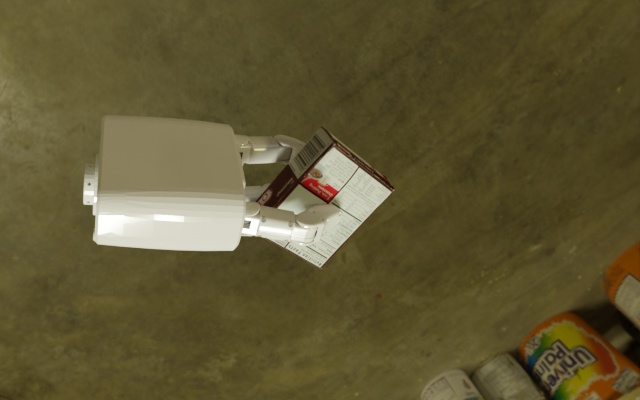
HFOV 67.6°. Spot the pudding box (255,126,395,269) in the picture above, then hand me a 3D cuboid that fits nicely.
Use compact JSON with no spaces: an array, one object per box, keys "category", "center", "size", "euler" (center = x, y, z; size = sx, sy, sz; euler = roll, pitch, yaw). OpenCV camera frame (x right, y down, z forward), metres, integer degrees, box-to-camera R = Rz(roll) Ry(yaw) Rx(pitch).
[{"category":"pudding box","center":[0.000,0.002,0.453],"size":[0.090,0.113,0.039],"euler":[34,17,-35]}]
